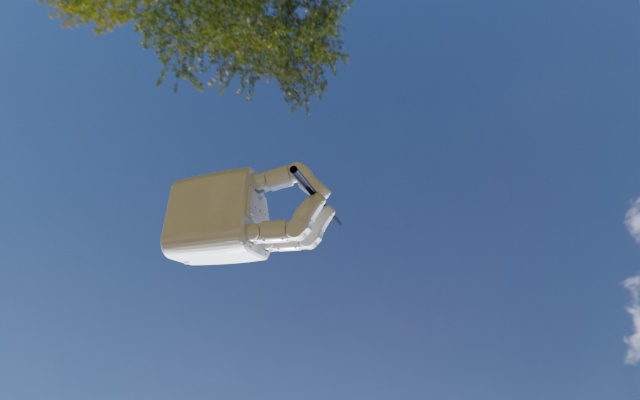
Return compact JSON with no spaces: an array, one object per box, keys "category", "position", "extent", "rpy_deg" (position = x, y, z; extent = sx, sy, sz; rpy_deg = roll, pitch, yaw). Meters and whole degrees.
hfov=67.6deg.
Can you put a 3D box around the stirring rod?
[{"category":"stirring rod","position":[0.000,0.002,0.581],"extent":[0.011,0.011,0.239],"rpy_deg":[0,-16,13]}]
